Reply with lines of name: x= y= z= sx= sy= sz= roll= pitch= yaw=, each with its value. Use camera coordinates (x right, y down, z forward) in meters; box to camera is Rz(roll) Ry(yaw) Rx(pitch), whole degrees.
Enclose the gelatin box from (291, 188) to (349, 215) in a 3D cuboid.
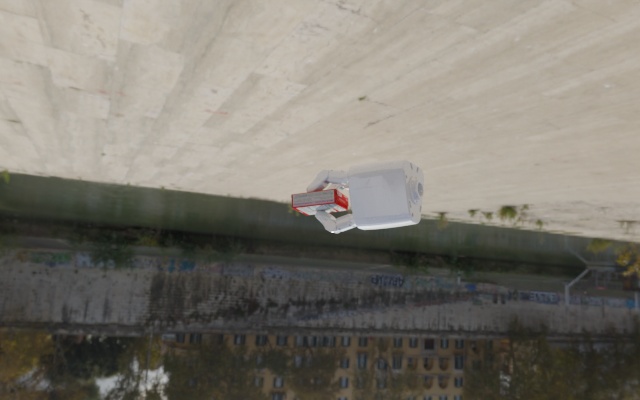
gelatin box: x=0.000 y=0.003 z=0.893 sx=0.089 sy=0.030 sz=0.073 roll=-8 pitch=-14 yaw=19
